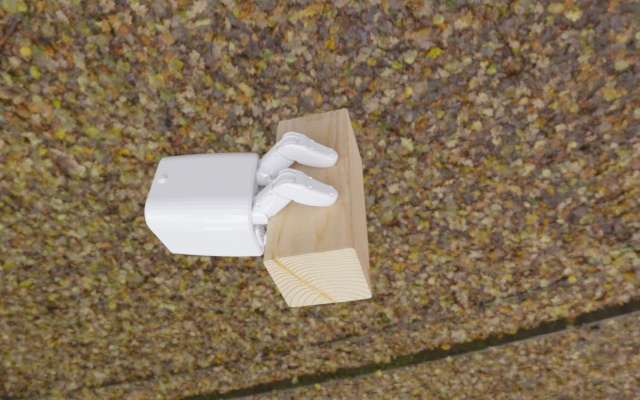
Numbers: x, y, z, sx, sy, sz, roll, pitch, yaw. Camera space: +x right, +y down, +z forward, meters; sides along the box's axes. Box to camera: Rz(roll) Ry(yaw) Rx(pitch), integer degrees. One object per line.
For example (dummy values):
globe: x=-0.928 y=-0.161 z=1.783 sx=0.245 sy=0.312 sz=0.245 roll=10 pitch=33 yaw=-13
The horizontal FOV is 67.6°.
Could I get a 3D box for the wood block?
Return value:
wood block: x=0.000 y=0.002 z=0.533 sx=0.090 sy=0.206 sz=0.091 roll=-9 pitch=-43 yaw=11
